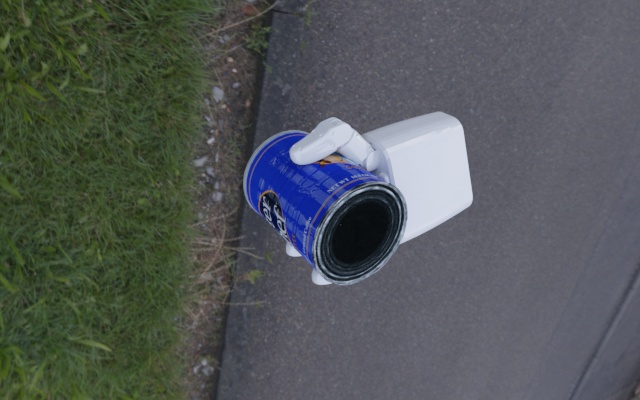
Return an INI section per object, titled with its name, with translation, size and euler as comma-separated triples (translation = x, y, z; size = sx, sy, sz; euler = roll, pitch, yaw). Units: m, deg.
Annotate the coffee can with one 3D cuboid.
[coffee can]
translation = 0.000, 0.001, 0.467
size = 0.103, 0.103, 0.140
euler = 0, 25, -36
